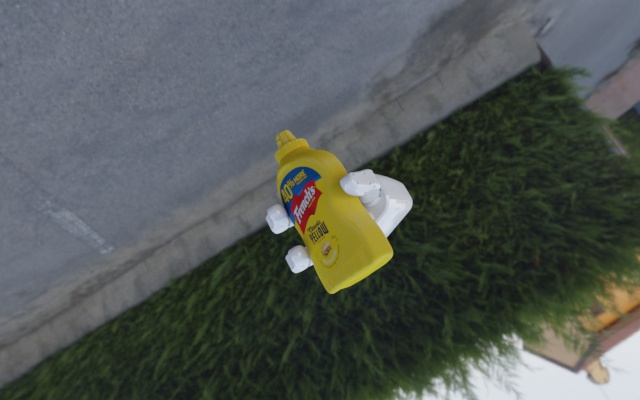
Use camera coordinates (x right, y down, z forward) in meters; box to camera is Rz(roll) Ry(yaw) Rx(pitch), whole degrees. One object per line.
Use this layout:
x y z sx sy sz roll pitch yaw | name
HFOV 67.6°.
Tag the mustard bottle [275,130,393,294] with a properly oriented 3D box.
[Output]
0.000 0.002 0.540 0.058 0.191 0.096 -15 -20 -40 | mustard bottle
